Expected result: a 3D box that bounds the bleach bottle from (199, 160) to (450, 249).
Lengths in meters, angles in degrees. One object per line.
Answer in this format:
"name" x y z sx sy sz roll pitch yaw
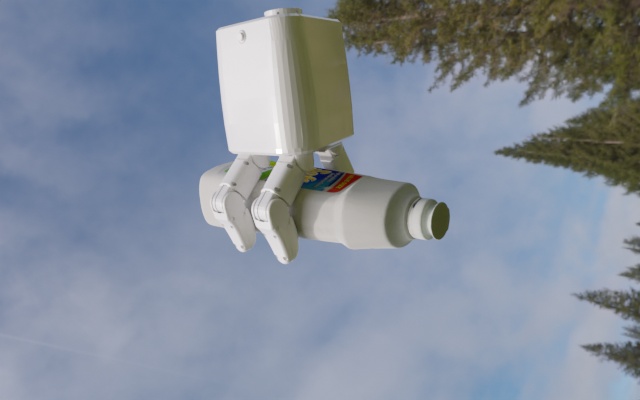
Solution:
"bleach bottle" 0.000 0.001 0.435 0.251 0.068 0.102 7 18 42
